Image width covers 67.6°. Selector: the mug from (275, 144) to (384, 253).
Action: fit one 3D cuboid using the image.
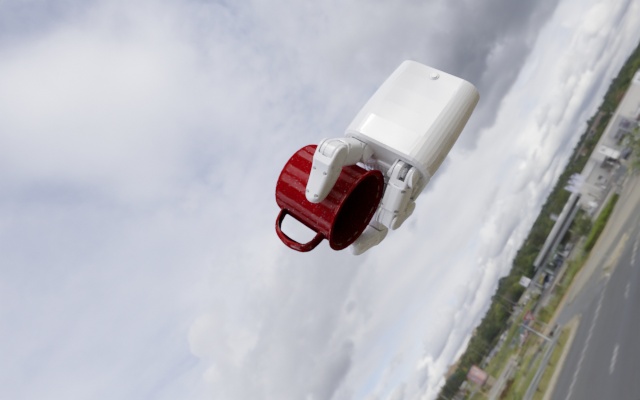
[{"bbox_3d":[-0.001,0.003,0.495,0.081,0.117,0.093,31,-18,26],"label":"mug"}]
